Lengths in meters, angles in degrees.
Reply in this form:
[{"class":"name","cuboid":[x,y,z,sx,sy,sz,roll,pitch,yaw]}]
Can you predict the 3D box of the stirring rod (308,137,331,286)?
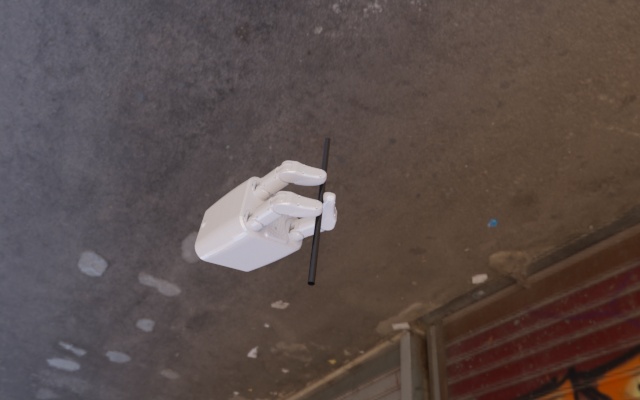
[{"class":"stirring rod","cuboid":[0.000,0.002,0.602,0.011,0.239,0.011,4,-42,3]}]
